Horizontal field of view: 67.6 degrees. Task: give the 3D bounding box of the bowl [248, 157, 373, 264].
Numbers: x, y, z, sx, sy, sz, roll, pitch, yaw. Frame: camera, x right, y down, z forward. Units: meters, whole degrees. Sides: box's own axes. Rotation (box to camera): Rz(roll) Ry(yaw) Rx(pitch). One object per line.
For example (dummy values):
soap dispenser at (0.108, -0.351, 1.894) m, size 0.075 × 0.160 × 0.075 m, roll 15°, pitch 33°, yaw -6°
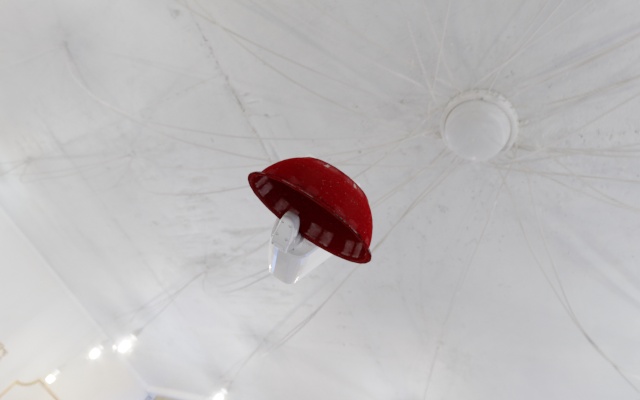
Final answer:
bowl at (0.001, 0.001, 0.527) m, size 0.162 × 0.055 × 0.162 m, roll 32°, pitch -17°, yaw 11°
